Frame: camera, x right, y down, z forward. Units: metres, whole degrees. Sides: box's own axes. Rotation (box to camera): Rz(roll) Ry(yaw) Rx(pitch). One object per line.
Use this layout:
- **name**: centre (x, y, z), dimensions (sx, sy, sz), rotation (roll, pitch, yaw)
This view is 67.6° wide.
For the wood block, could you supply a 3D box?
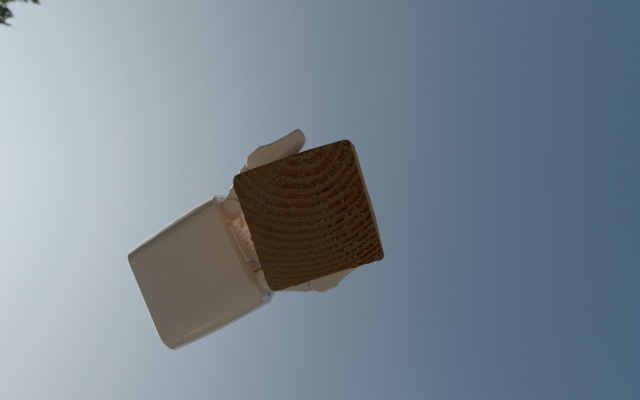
- **wood block**: centre (0.000, 0.001, 0.437), dimensions (0.090, 0.091, 0.206), rotation (-18, 4, 6)
